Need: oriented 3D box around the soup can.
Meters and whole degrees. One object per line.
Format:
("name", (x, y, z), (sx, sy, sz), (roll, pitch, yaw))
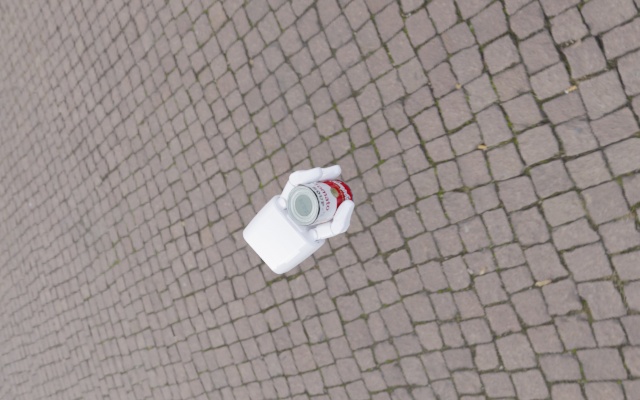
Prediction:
("soup can", (0.000, 0.002, 0.794), (0.068, 0.068, 0.102), (0, 6, 36))
